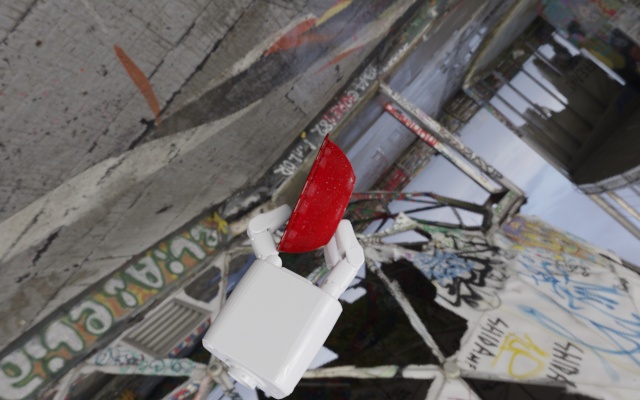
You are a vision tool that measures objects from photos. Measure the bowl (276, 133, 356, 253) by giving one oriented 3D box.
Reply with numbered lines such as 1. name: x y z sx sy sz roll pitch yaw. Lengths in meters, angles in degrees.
1. bowl: 0.001 0.001 0.583 0.055 0.162 0.162 23 -1 -3
